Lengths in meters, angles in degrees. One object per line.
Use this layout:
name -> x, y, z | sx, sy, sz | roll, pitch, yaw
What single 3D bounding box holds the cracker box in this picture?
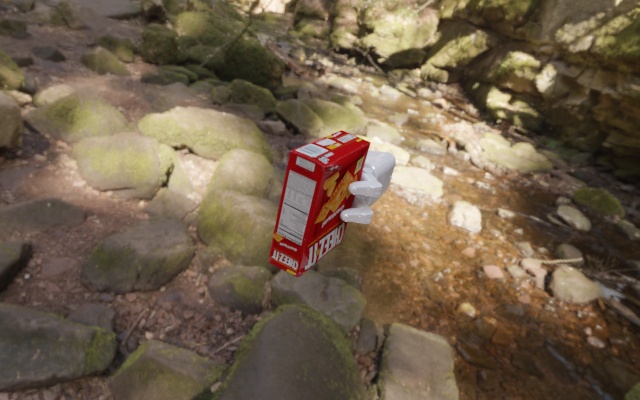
cracker box -> 0.000, 0.002, 0.817 | 0.072, 0.214, 0.164 | 26, 30, 22
